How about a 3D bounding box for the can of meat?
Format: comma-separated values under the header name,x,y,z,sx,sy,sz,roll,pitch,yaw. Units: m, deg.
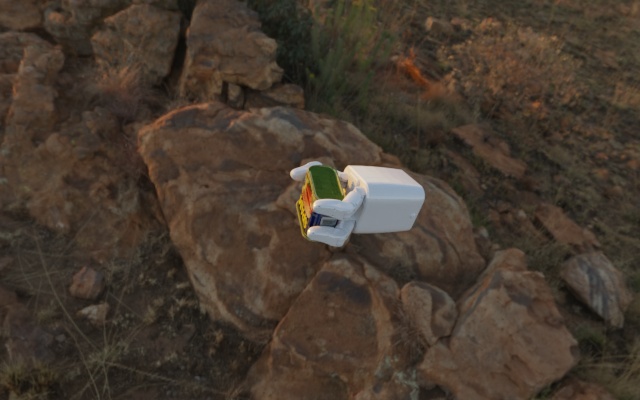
name,x,y,z,sx,sy,sz,roll,pitch,yaw
can of meat,0.000,0.002,0.782,0.057,0.084,0.102,3,41,-16
